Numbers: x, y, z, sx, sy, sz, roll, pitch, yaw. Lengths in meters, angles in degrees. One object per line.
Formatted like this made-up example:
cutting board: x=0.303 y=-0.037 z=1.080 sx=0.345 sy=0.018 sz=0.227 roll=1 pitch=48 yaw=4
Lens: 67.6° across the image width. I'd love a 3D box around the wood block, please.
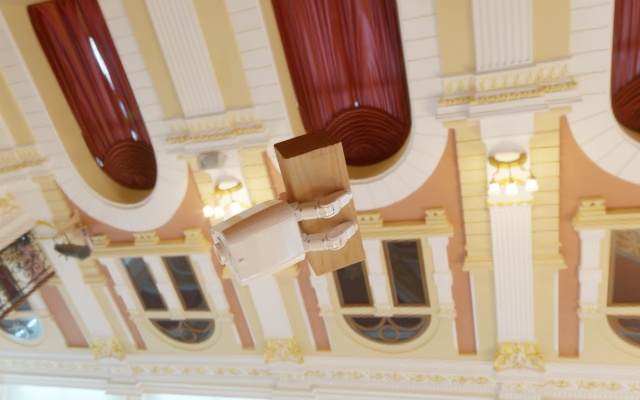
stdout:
wood block: x=0.000 y=0.003 z=0.767 sx=0.090 sy=0.206 sz=0.090 roll=-19 pitch=26 yaw=-10
